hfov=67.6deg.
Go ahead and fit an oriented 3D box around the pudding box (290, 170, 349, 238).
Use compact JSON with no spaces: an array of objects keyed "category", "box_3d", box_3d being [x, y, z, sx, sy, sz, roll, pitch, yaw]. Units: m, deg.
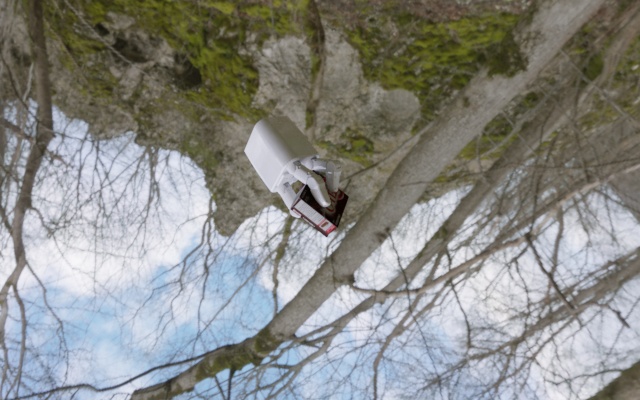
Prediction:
[{"category":"pudding box","box_3d":[0.000,0.003,0.890,0.039,0.090,0.113,-45,12,35]}]
